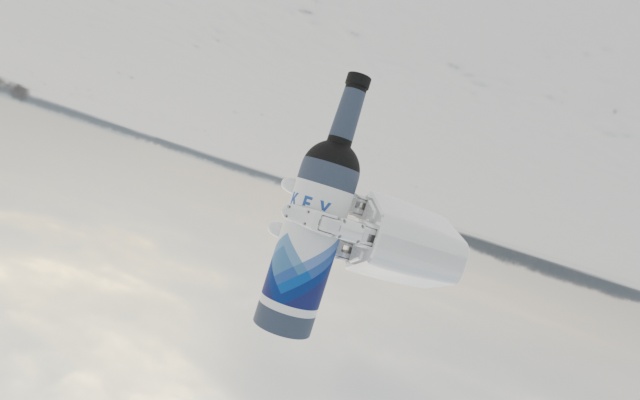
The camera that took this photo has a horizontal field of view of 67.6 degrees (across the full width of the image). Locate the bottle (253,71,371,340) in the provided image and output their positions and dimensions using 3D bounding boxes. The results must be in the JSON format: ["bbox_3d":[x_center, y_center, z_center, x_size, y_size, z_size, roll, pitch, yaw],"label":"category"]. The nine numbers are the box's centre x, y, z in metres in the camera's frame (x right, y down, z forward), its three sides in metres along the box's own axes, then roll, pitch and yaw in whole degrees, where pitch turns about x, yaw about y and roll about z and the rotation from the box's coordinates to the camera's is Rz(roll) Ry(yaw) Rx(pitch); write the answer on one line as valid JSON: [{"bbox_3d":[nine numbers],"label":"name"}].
[{"bbox_3d":[0.000,0.002,0.532,0.069,0.295,0.069,17,1,0],"label":"bottle"}]
